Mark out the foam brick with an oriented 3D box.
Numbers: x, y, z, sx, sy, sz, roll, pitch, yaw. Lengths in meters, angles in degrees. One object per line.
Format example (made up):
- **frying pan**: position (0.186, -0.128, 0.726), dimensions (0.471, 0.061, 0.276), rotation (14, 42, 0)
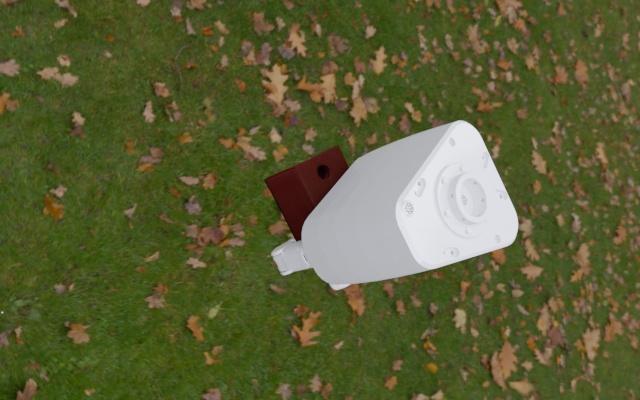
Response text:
- **foam brick**: position (0.000, 0.001, 0.406), dimensions (0.053, 0.078, 0.051), rotation (-30, 6, -34)
